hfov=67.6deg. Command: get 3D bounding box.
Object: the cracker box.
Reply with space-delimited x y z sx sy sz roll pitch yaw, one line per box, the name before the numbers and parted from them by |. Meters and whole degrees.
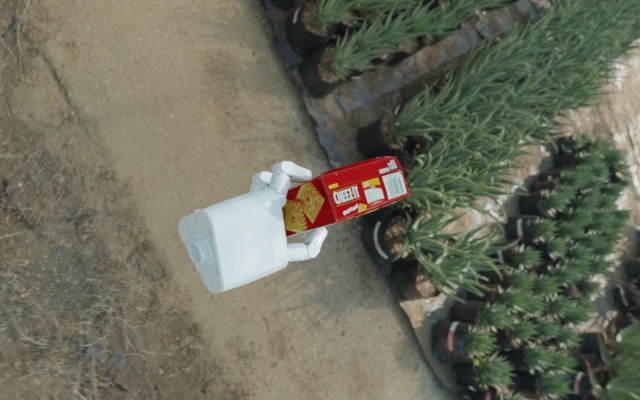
cracker box | 0.000 0.003 0.728 0.164 0.072 0.214 -18 -1 -42
